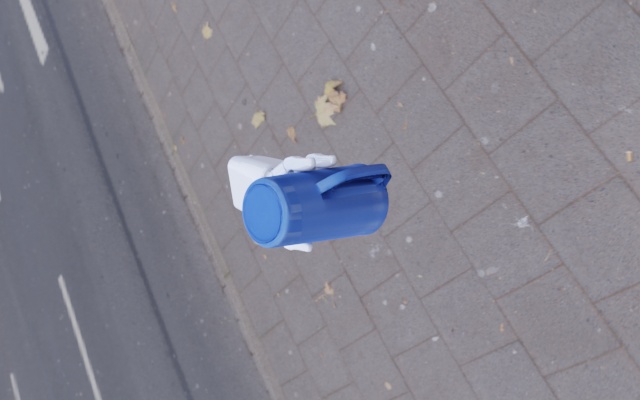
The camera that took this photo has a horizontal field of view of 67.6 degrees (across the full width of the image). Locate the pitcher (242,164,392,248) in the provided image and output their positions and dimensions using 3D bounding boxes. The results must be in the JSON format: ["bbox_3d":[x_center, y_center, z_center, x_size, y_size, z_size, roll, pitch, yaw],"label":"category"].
[{"bbox_3d":[0.000,0.003,0.794,0.145,0.149,0.243,20,18,40],"label":"pitcher"}]
